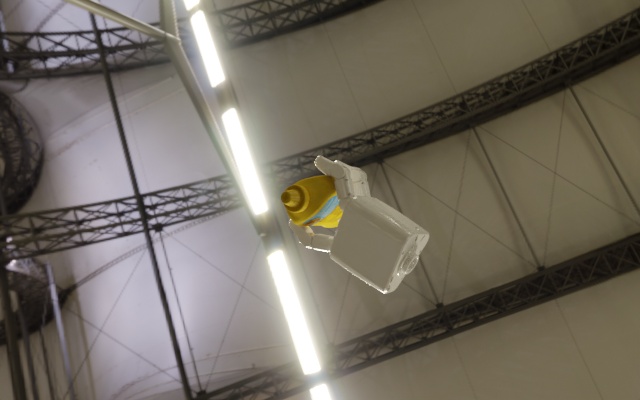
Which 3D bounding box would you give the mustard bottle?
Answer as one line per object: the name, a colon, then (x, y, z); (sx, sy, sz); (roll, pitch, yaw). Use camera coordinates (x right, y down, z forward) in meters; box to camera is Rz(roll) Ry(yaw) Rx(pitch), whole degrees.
mustard bottle: (0.000, 0.002, 0.759); (0.096, 0.058, 0.191); (-40, -22, 23)
